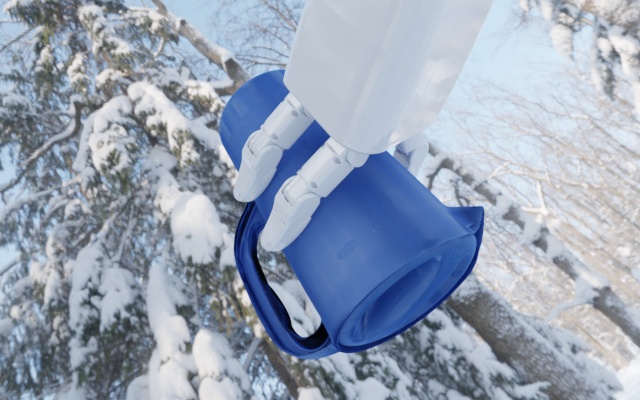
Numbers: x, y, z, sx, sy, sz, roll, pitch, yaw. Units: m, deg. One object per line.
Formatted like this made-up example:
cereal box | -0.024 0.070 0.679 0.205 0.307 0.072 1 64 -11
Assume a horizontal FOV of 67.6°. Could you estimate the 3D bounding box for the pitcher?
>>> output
pitcher | 0.000 0.001 0.410 0.149 0.145 0.242 -13 50 -34
